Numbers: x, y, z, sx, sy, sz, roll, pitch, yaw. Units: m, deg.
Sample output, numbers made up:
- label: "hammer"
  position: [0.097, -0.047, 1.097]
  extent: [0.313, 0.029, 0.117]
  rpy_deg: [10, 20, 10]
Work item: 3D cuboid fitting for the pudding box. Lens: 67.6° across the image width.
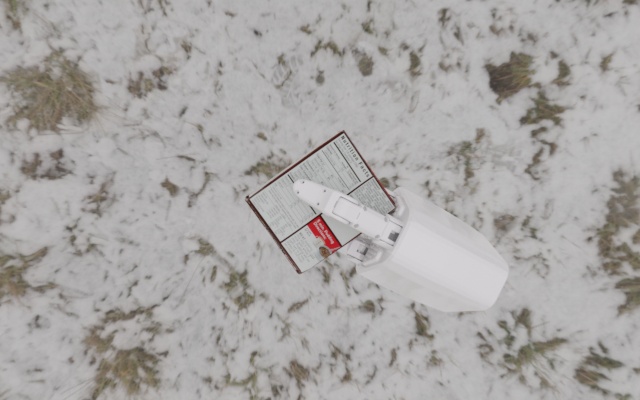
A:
- label: "pudding box"
  position: [0.000, 0.002, 0.448]
  extent: [0.113, 0.090, 0.039]
  rpy_deg: [-35, 6, -5]
